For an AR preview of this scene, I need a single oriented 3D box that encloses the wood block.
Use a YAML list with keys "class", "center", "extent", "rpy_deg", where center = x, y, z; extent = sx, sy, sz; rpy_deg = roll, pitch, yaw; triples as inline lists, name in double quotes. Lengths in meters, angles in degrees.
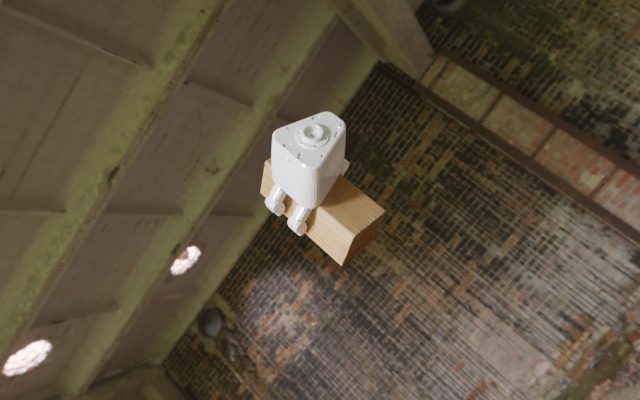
- class: "wood block"
  center: [0.000, 0.002, 0.839]
  extent: [0.206, 0.090, 0.090]
  rpy_deg: [41, 53, 20]
